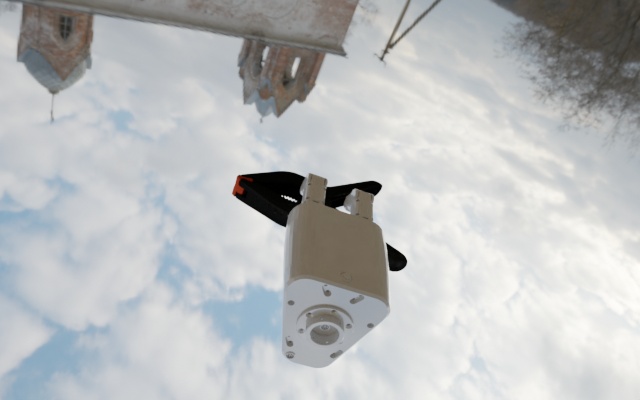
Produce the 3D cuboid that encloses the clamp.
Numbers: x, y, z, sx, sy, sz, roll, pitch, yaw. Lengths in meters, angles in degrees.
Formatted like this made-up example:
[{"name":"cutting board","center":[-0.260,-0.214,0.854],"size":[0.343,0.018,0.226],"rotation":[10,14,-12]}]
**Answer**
[{"name":"clamp","center":[-0.001,0.003,0.584],"size":[0.210,0.036,0.164],"rotation":[18,31,-10]}]
